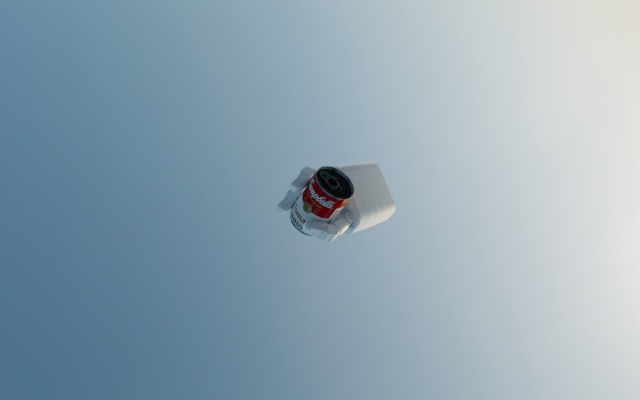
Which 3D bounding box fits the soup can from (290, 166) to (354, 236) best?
[{"bbox_3d":[0.000,0.003,0.777,0.068,0.068,0.102,0,-38,-36],"label":"soup can"}]
